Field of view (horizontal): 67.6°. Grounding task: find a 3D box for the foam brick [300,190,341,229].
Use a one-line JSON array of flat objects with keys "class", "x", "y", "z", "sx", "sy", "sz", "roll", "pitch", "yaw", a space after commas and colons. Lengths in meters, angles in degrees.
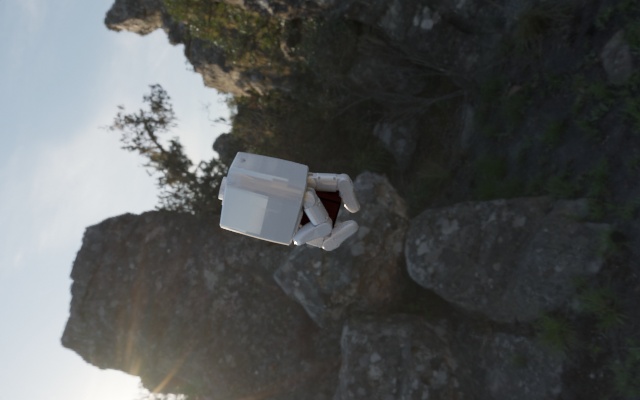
[{"class": "foam brick", "x": 0.000, "y": 0.002, "z": 0.724, "sx": 0.051, "sy": 0.053, "sz": 0.078, "roll": 13, "pitch": 25, "yaw": -5}]
